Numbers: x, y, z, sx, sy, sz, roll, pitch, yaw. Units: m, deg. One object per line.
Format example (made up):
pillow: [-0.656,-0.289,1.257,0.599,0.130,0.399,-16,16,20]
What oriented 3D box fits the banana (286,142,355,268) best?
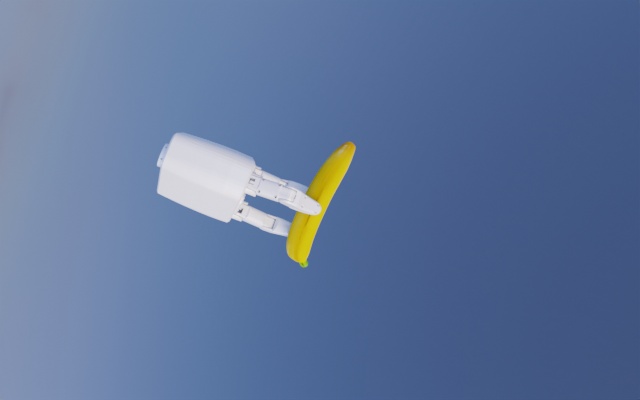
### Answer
banana: [-0.006,0.007,0.665,0.037,0.198,0.069,26,11,11]
